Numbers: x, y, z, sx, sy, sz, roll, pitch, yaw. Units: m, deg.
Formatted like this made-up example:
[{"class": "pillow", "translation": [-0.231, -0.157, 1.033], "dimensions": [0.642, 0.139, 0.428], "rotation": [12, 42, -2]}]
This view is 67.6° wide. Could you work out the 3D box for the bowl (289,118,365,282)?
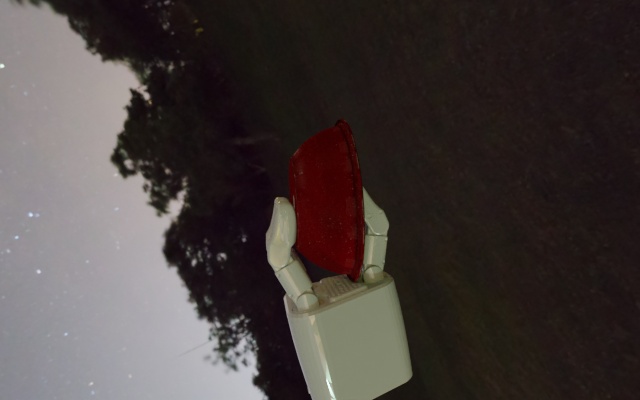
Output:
[{"class": "bowl", "translation": [0.000, 0.000, 0.472], "dimensions": [0.055, 0.162, 0.162], "rotation": [-4, 0, -7]}]
